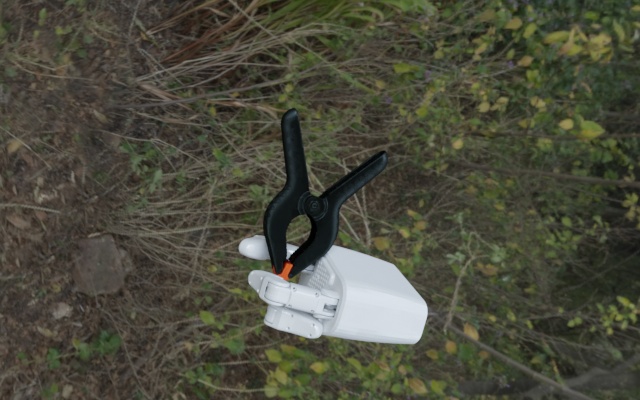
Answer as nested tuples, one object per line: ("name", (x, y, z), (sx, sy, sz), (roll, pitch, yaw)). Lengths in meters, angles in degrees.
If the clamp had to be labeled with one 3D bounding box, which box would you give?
("clamp", (0.000, 0.002, 0.494), (0.120, 0.171, 0.039), (14, 3, -10))
